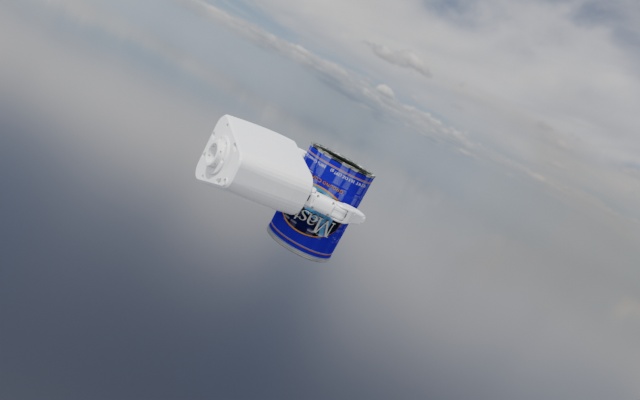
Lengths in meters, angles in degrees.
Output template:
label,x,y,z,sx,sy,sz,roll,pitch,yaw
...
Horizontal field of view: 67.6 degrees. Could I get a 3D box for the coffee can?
label,x,y,z,sx,sy,sz,roll,pitch,yaw
coffee can,0.000,0.002,0.680,0.103,0.140,0.102,27,10,-5
